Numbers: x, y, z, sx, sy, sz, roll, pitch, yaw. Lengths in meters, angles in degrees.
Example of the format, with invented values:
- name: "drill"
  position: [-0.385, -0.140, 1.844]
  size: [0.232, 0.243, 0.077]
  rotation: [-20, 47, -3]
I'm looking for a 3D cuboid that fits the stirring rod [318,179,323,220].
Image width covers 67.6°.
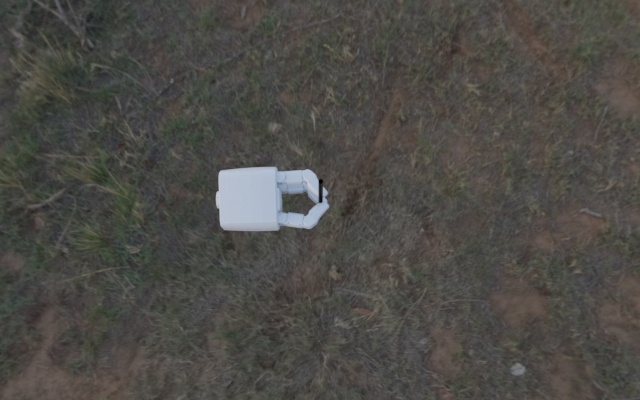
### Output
- name: "stirring rod"
  position: [0.000, 0.003, 0.890]
  size: [0.011, 0.011, 0.240]
  rotation: [0, -16, 0]
